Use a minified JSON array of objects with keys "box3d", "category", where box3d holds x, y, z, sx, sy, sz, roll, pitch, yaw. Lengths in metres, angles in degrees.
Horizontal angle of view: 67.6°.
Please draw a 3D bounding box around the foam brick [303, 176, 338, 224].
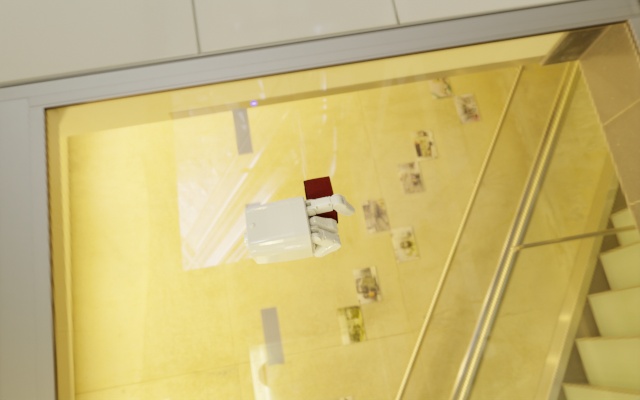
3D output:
[{"box3d":[0.000,0.003,0.878,0.051,0.078,0.053,-10,-34,-2],"category":"foam brick"}]
